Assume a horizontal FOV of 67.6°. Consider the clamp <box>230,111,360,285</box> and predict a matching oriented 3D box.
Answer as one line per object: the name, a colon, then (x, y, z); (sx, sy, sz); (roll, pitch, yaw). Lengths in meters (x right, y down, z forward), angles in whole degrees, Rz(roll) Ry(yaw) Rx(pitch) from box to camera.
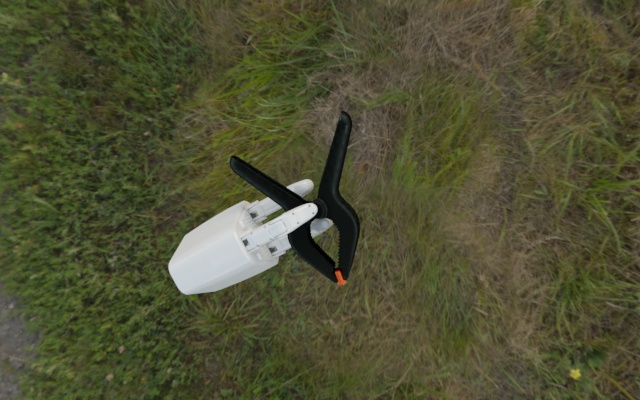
clamp: (0.000, 0.003, 0.600); (0.164, 0.210, 0.036); (-27, 3, 13)
